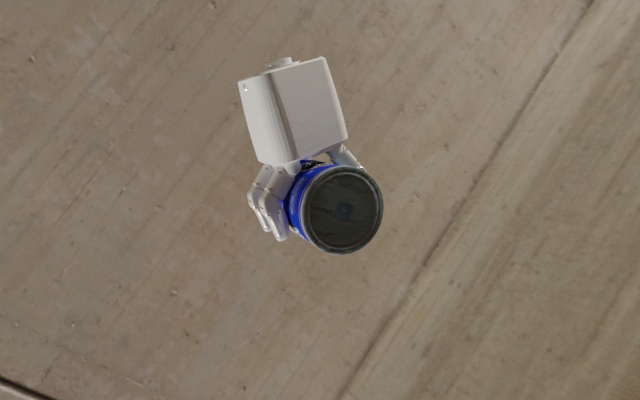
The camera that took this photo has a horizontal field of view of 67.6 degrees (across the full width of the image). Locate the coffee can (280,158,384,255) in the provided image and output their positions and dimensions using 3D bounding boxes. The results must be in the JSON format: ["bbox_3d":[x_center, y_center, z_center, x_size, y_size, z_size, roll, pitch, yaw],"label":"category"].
[{"bbox_3d":[0.000,0.002,0.601,0.103,0.103,0.140,0,9,-23],"label":"coffee can"}]
